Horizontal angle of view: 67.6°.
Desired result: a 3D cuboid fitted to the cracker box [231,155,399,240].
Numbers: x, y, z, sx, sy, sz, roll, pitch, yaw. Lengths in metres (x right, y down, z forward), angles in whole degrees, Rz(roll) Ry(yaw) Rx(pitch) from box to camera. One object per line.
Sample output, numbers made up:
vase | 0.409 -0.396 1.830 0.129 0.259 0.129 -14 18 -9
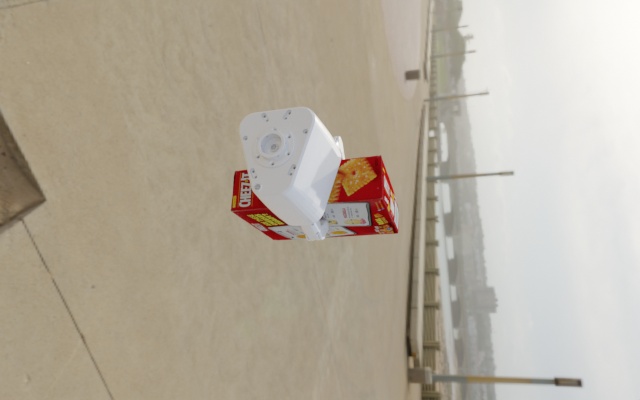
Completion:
cracker box | 0.000 0.002 0.713 0.214 0.072 0.164 -4 -20 16
